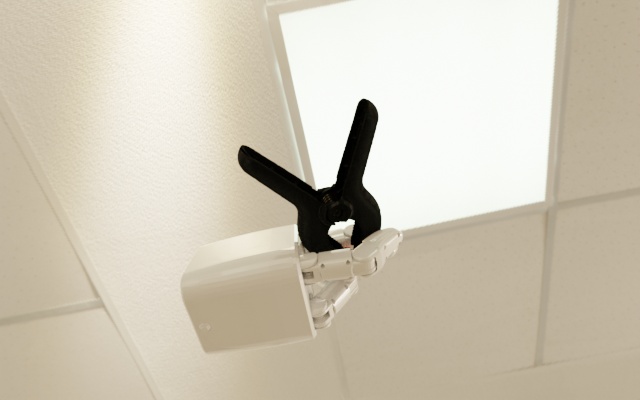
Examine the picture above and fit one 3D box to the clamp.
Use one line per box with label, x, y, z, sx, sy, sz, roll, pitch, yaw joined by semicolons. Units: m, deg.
clamp;0.000;0.001;0.426;0.120;0.172;0.039;-11;30;-1
